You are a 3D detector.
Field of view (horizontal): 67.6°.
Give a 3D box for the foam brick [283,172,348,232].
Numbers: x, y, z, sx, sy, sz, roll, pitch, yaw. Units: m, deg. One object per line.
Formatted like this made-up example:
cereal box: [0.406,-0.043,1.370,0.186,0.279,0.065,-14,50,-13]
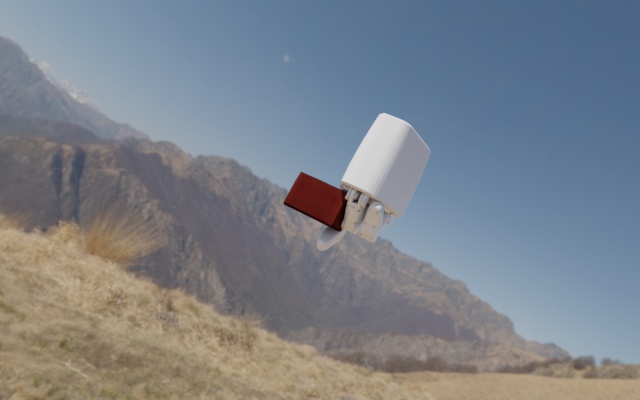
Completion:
foam brick: [0.000,0.002,0.657,0.078,0.051,0.053,25,-2,19]
